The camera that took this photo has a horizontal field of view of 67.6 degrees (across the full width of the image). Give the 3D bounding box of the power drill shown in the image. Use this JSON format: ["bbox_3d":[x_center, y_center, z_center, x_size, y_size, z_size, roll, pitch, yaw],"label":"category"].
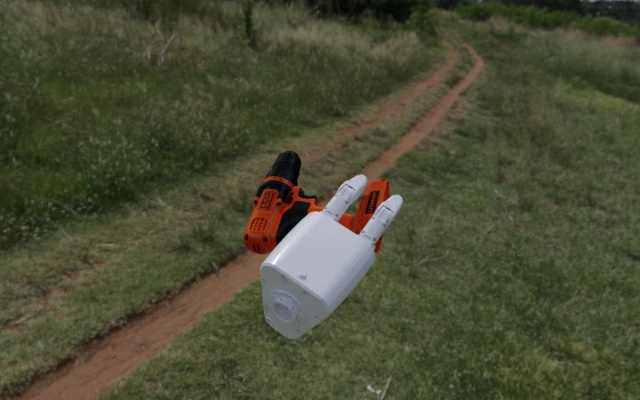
[{"bbox_3d":[0.000,0.002,0.676,0.187,0.184,0.057,4,-39,15],"label":"power drill"}]
